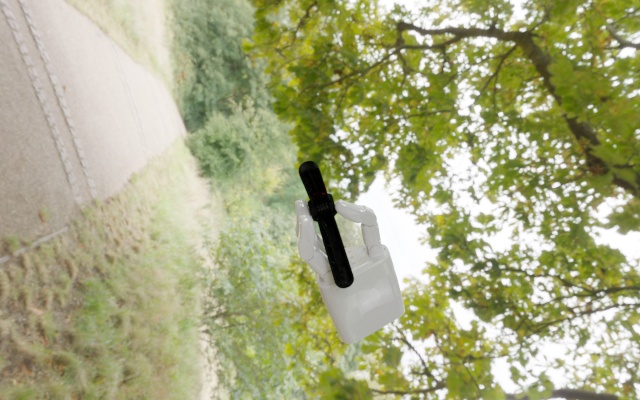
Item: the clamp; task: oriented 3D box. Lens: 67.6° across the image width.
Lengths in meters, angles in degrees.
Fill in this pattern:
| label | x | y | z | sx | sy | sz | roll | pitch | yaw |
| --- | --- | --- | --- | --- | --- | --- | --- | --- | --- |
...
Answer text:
| label | x | y | z | sx | sy | sz | roll | pitch | yaw |
| --- | --- | --- | --- | --- | --- | --- | --- | --- | --- |
| clamp | 0.001 | 0.002 | 0.652 | 0.036 | 0.165 | 0.210 | -17 | 21 | 1 |
